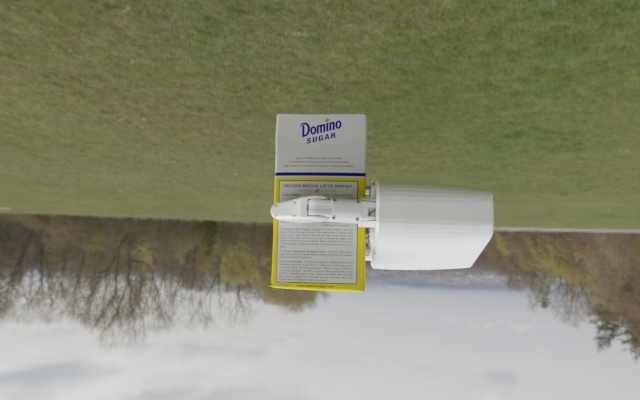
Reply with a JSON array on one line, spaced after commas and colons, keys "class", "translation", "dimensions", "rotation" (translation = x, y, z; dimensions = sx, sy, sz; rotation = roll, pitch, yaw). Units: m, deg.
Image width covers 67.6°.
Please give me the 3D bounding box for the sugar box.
[{"class": "sugar box", "translation": [0.000, 0.002, 0.485], "dimensions": [0.093, 0.176, 0.048], "rotation": [2, -10, 4]}]
